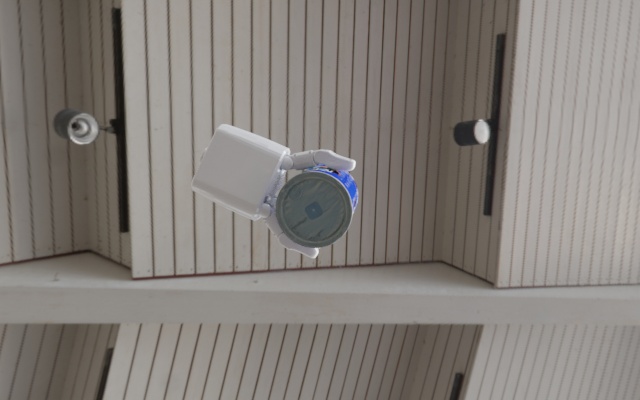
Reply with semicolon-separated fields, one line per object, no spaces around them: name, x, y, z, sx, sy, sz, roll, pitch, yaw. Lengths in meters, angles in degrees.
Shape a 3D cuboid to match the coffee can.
coffee can;0.000;0.002;0.693;0.103;0.103;0.140;0;9;8
